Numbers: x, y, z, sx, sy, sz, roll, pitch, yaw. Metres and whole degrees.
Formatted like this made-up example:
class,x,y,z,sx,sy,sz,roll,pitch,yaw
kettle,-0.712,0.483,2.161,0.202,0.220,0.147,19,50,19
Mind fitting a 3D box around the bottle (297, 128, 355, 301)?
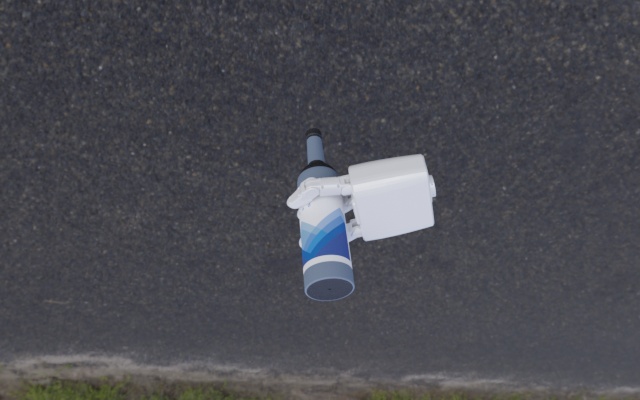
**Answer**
class,x,y,z,sx,sy,sz,roll,pitch,yaw
bottle,0.000,0.003,0.720,0.069,0.295,0.069,-4,-38,-3
